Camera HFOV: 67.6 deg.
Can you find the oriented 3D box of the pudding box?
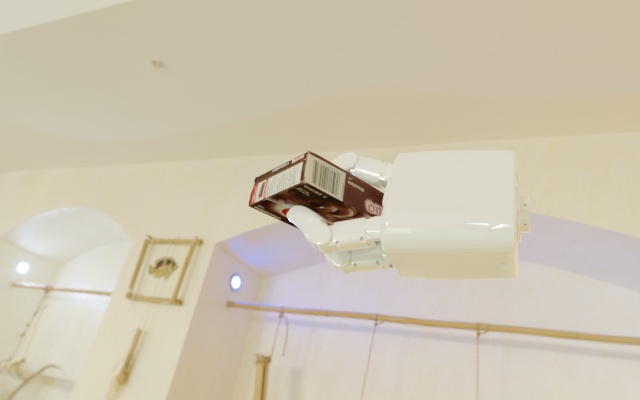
[{"bbox_3d":[0.000,0.001,0.478,0.113,0.039,0.090,29,-33,-32],"label":"pudding box"}]
